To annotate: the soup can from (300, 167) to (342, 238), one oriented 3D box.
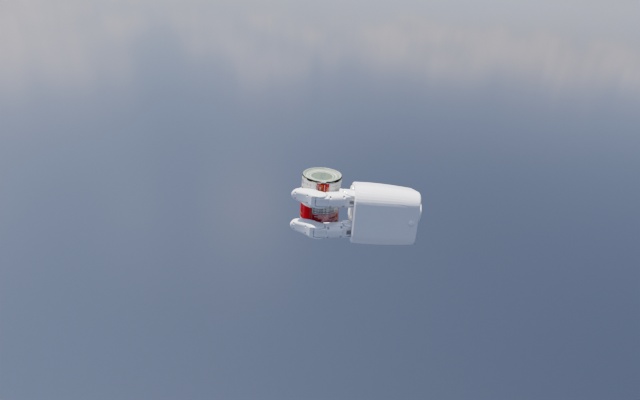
[{"bbox_3d":[0.000,0.002,0.810,0.068,0.102,0.068,3,24,-2],"label":"soup can"}]
